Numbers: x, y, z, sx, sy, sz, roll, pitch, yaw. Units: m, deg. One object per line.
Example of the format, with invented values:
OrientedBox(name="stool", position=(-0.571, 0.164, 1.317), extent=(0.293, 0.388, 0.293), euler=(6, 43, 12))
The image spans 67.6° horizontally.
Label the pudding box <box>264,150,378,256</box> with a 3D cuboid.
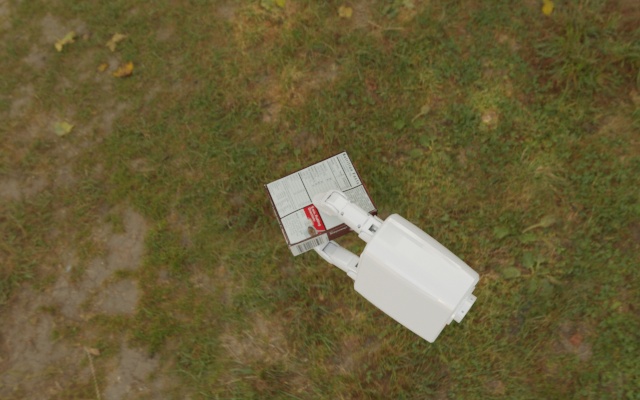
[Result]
OrientedBox(name="pudding box", position=(0.000, 0.002, 0.574), extent=(0.113, 0.090, 0.039), euler=(-22, -24, -5))
